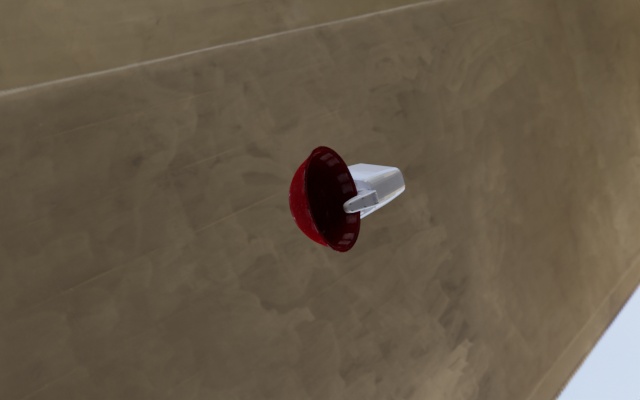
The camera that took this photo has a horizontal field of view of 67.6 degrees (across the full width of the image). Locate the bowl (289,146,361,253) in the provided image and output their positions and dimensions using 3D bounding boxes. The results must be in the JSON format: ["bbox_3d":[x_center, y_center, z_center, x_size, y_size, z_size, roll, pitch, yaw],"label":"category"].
[{"bbox_3d":[-0.001,0.002,0.722,0.055,0.162,0.162,-13,-7,29],"label":"bowl"}]
